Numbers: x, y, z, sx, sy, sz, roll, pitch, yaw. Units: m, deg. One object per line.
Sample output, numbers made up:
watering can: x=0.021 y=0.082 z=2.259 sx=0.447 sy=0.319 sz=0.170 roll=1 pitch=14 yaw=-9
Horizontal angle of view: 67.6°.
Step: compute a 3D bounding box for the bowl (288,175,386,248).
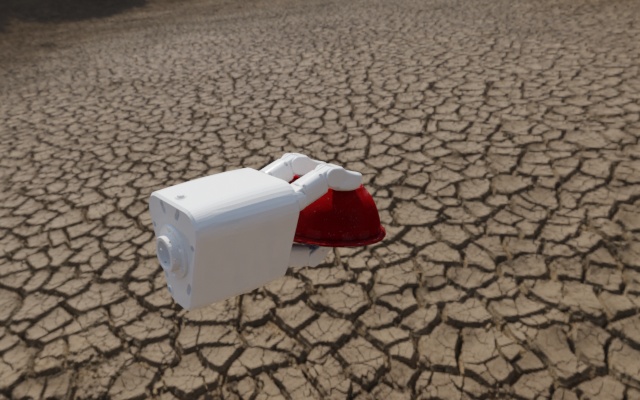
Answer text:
bowl: x=0.001 y=0.001 z=0.555 sx=0.162 sy=0.055 sz=0.162 roll=7 pitch=13 yaw=-2
